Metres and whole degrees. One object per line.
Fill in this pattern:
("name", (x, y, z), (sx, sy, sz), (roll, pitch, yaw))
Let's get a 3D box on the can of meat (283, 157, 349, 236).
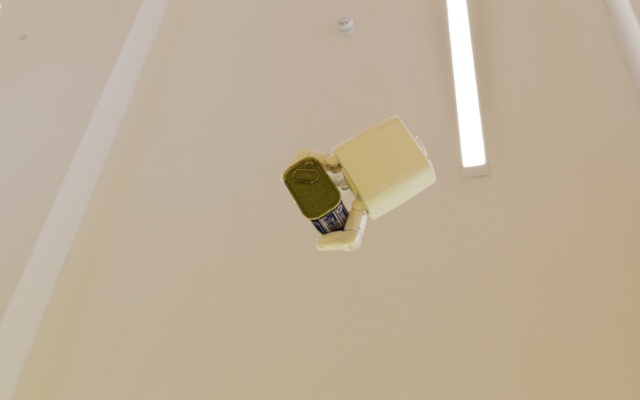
("can of meat", (0.000, 0.002, 0.675), (0.057, 0.102, 0.084), (-33, -37, 0))
